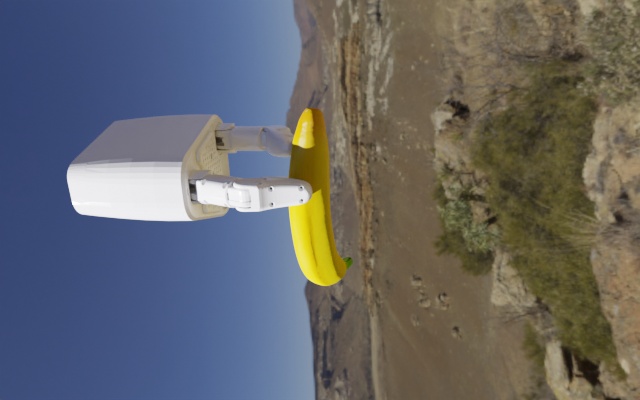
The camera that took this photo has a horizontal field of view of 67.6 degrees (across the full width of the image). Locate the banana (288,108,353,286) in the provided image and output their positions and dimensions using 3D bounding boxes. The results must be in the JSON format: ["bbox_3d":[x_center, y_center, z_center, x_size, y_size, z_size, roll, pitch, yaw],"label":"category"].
[{"bbox_3d":[-0.003,0.017,0.426,0.037,0.198,0.069,2,44,15],"label":"banana"}]
